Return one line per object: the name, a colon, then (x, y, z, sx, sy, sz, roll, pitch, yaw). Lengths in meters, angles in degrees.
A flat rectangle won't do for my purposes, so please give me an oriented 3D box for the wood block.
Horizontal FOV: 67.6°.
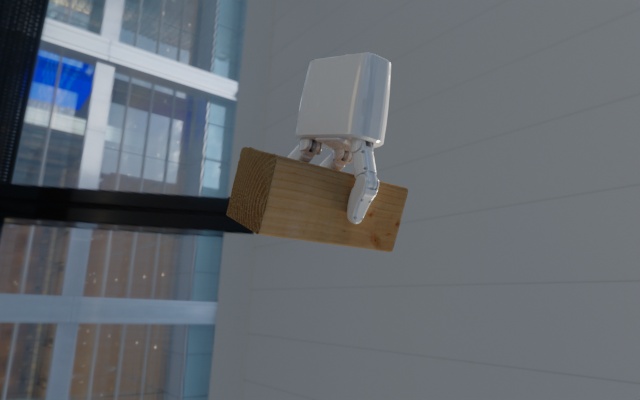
wood block: (0.000, 0.002, 0.606, 0.206, 0.090, 0.091, 11, 5, -36)
